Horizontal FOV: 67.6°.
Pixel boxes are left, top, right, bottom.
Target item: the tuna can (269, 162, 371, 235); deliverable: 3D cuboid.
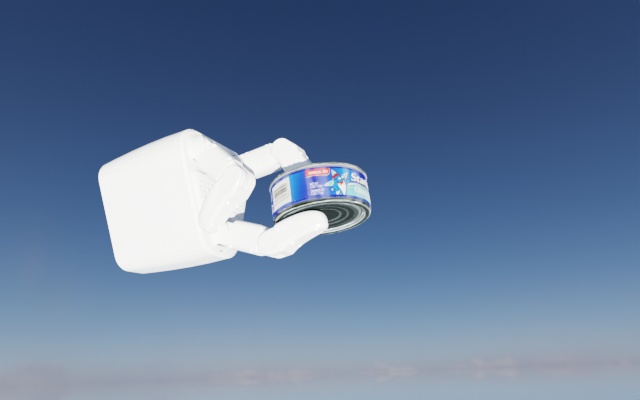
[{"bbox_3d":[0.000,0.002,0.411,0.086,0.033,0.086,-7,-22,-3],"label":"tuna can"}]
